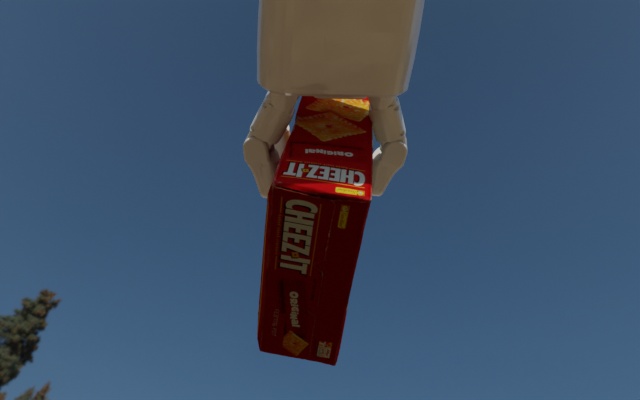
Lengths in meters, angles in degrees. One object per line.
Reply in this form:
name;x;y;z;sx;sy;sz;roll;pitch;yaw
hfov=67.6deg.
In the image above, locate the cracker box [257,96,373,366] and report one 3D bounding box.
cracker box;0.000;0.001;0.417;0.072;0.164;0.213;9;35;2
